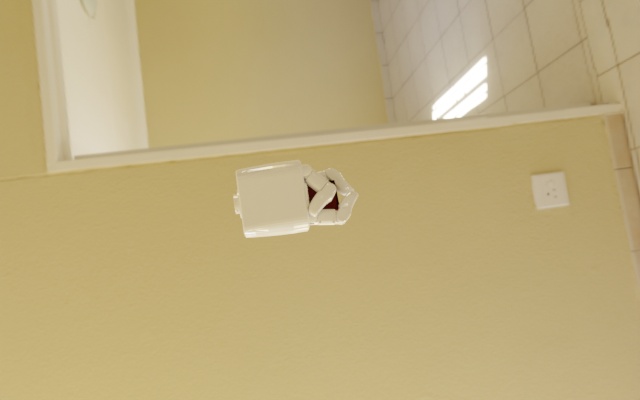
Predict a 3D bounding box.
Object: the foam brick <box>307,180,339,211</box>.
[{"bbox_3d":[0.000,0.003,0.830,0.051,0.053,0.078,-9,-16,-7],"label":"foam brick"}]
